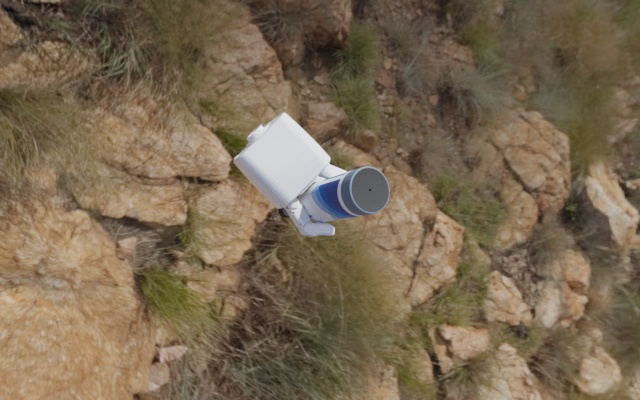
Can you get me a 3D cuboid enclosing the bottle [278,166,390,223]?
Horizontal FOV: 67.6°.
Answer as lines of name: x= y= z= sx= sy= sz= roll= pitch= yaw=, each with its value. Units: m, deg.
bottle: x=0.000 y=0.003 z=0.785 sx=0.069 sy=0.069 sz=0.296 roll=0 pitch=-7 yaw=-28
